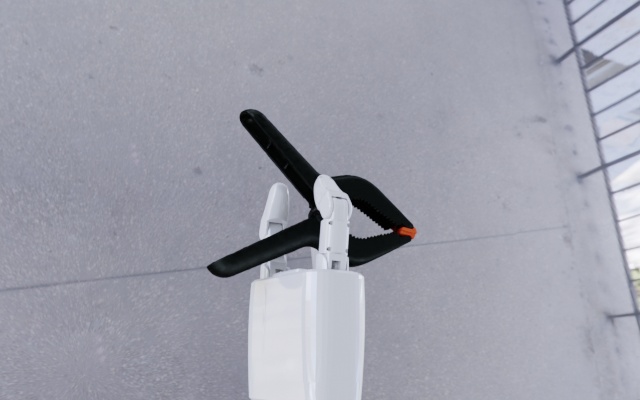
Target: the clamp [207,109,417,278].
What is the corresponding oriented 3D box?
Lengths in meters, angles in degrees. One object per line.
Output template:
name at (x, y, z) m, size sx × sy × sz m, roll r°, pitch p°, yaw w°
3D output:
clamp at (0.001, 0.002, 0.471) m, size 0.210 × 0.164 × 0.036 m, roll 9°, pitch -19°, yaw -23°
